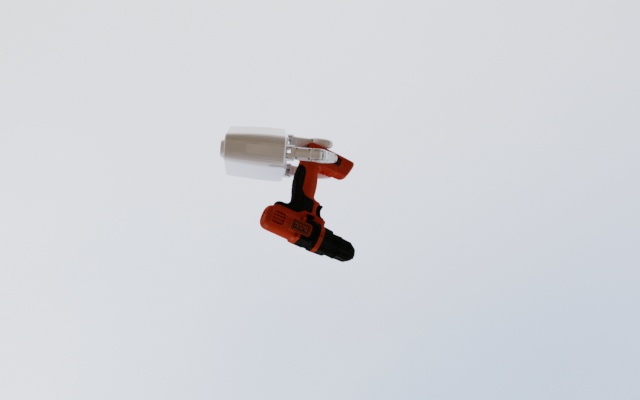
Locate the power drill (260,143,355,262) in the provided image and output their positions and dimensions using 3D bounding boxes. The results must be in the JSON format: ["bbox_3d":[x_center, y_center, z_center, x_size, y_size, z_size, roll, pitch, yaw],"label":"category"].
[{"bbox_3d":[0.000,0.002,0.870,0.184,0.187,0.057,26,-25,-18],"label":"power drill"}]
